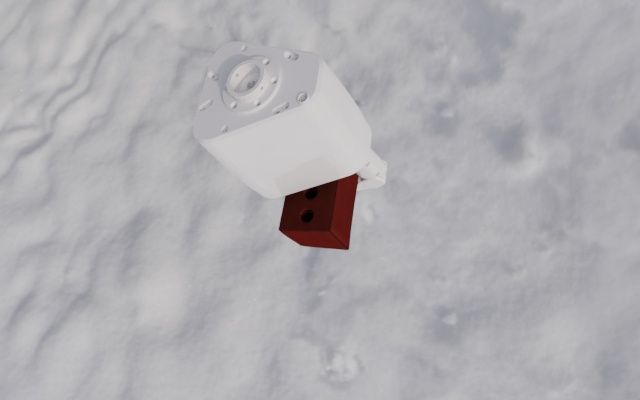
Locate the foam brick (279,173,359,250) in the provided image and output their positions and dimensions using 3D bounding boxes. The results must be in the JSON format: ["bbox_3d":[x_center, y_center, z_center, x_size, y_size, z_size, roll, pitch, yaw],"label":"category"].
[{"bbox_3d":[0.000,0.002,0.449,0.053,0.078,0.051,0,-21,24],"label":"foam brick"}]
